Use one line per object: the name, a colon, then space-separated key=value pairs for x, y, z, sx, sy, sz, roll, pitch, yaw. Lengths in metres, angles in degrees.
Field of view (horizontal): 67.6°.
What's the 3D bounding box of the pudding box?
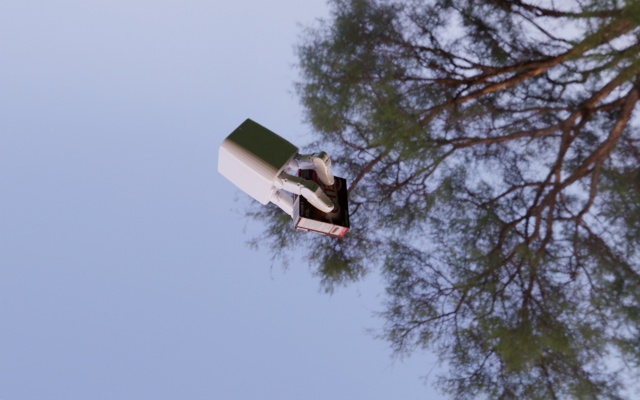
pudding box: x=0.000 y=0.003 z=0.802 sx=0.090 sy=0.113 sz=0.039 roll=13 pitch=-40 yaw=-18
